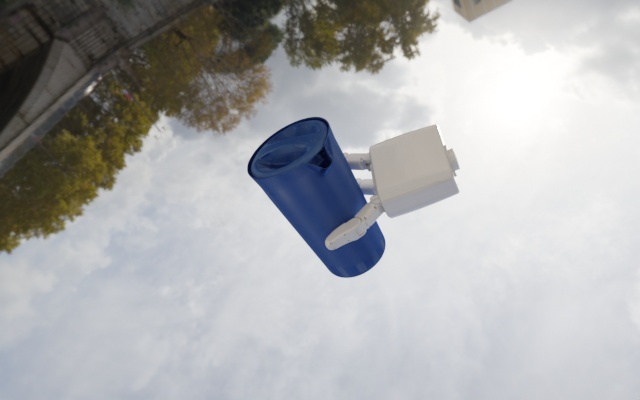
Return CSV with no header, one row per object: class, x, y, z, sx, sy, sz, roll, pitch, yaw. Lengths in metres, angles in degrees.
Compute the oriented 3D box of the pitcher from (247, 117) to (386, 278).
pitcher,0.000,0.002,0.735,0.145,0.243,0.149,-21,34,17
